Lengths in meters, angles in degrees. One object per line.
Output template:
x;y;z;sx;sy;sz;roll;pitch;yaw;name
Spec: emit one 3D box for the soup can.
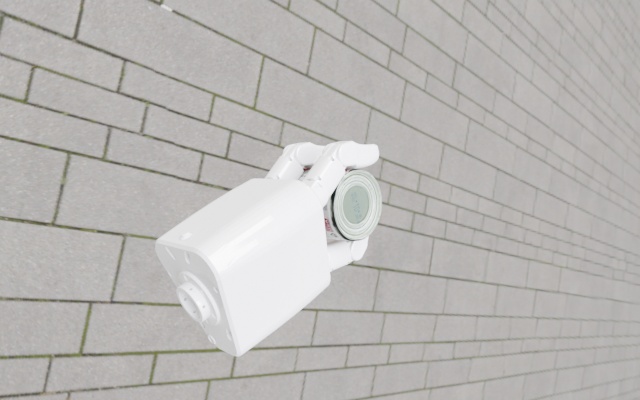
0.001;0.001;0.466;0.068;0.068;0.102;0;3;-43;soup can
